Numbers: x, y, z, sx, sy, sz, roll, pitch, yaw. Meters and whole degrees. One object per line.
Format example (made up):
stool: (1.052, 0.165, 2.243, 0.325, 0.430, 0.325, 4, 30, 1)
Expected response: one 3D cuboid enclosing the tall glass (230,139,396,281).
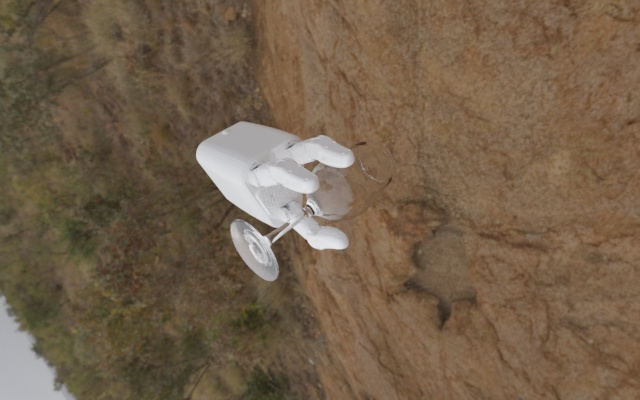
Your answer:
tall glass: (0.000, 0.002, 0.536, 0.201, 0.079, 0.079, -36, 20, -31)
